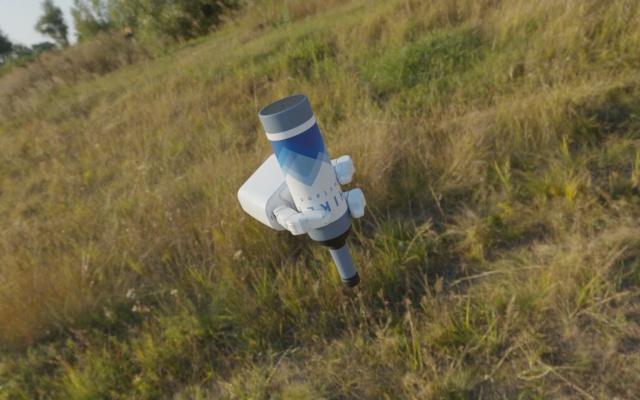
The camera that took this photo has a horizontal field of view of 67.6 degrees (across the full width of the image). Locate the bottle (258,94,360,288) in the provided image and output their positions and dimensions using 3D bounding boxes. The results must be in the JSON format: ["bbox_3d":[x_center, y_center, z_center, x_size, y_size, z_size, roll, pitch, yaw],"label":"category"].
[{"bbox_3d":[0.000,0.002,0.669,0.069,0.296,0.069,-17,26,9],"label":"bottle"}]
